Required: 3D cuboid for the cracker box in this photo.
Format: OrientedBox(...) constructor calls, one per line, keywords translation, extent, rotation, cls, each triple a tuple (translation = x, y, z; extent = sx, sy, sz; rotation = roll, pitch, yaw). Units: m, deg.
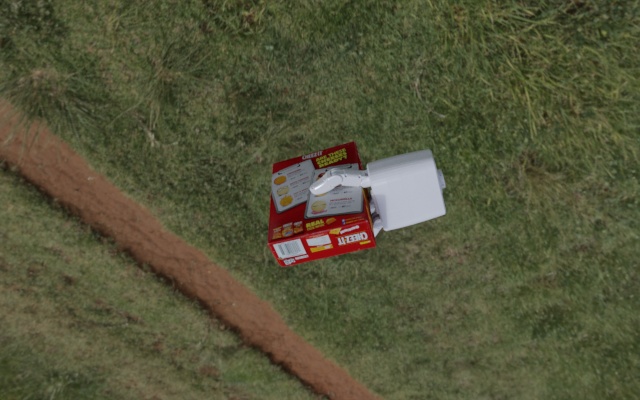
OrientedBox(translation=(0.000, 0.003, 0.828), extent=(0.164, 0.072, 0.213), rotation=(-14, 40, 9), cls="cracker box")
